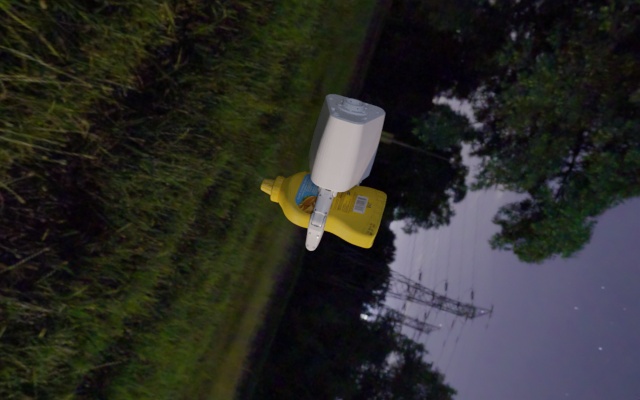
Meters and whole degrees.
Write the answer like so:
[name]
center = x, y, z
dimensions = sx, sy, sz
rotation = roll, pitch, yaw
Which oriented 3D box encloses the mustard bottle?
[mustard bottle]
center = 0.000, 0.003, 0.739
dimensions = 0.191, 0.096, 0.058
rotation = 18, -37, 5
